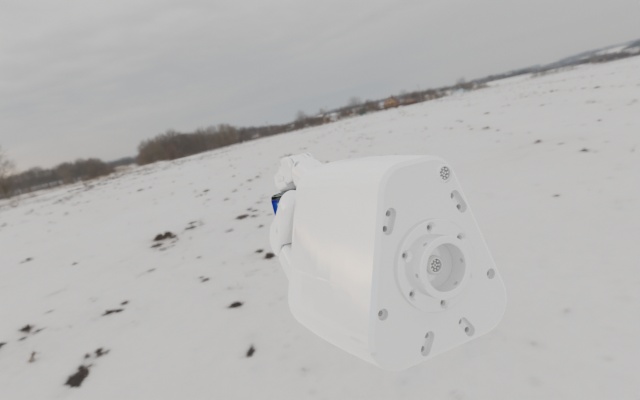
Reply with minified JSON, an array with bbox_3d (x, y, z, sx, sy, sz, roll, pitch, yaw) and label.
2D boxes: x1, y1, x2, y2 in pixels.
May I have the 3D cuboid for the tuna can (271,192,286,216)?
[{"bbox_3d":[0.000,0.001,0.426,0.086,0.034,0.086,-15,5,1],"label":"tuna can"}]
